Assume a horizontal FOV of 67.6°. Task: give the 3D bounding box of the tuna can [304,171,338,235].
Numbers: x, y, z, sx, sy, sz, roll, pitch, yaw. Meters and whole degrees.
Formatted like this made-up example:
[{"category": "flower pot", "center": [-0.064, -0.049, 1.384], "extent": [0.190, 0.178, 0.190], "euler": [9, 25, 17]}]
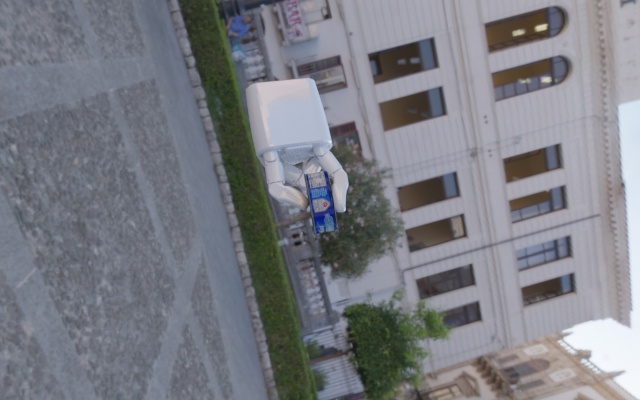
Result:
[{"category": "tuna can", "center": [0.001, 0.002, 0.665], "extent": [0.034, 0.086, 0.086], "euler": [-10, 0, -1]}]
